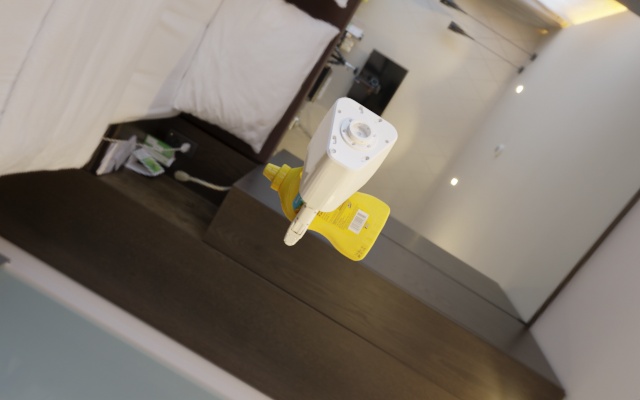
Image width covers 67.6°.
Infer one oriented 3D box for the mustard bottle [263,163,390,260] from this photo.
[{"bbox_3d":[0.000,0.003,0.710,0.191,0.096,0.058,32,-10,-2],"label":"mustard bottle"}]
